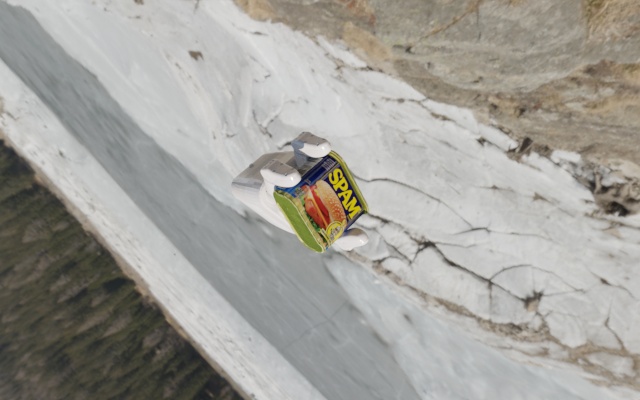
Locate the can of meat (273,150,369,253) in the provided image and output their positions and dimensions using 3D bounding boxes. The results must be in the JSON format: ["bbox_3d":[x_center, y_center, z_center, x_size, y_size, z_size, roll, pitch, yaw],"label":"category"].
[{"bbox_3d":[0.000,0.002,0.587,0.084,0.102,0.057,-43,31,-22],"label":"can of meat"}]
